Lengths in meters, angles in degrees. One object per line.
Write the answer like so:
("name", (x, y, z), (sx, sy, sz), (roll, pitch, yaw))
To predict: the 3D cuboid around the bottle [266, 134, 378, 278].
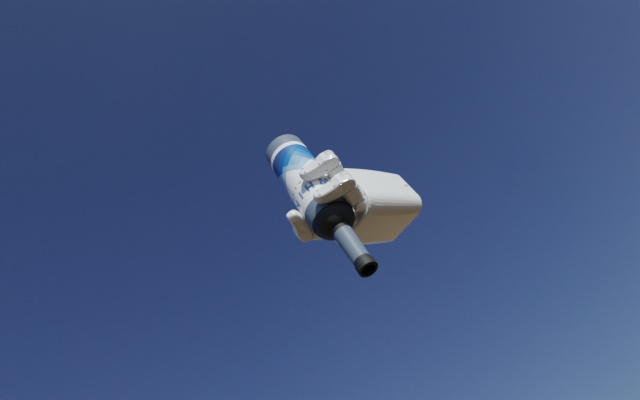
("bottle", (0.000, 0.002, 0.701), (0.069, 0.069, 0.295), (0, 35, -30))
